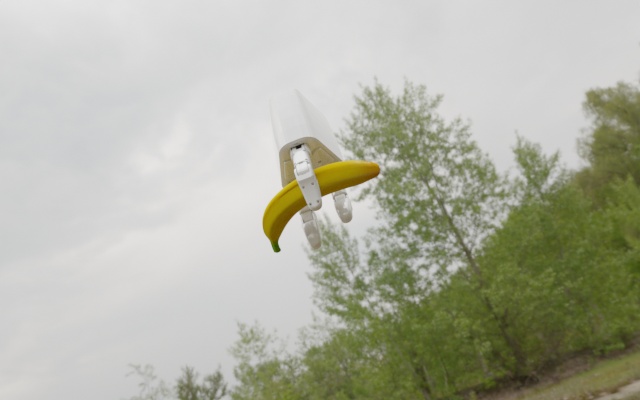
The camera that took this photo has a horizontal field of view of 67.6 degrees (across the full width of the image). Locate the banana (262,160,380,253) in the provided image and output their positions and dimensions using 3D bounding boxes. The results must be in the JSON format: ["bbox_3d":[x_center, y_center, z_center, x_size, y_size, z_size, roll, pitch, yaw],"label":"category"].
[{"bbox_3d":[-0.015,-0.004,0.641,0.198,0.037,0.070,-37,-49,22],"label":"banana"}]
